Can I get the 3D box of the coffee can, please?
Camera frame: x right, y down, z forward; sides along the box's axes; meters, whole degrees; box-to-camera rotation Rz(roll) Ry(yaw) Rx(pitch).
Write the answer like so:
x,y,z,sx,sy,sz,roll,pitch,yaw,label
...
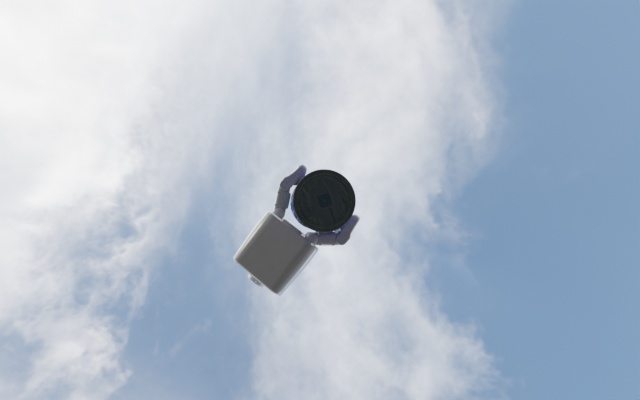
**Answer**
x,y,z,sx,sy,sz,roll,pitch,yaw,label
0.000,0.003,0.838,0.103,0.103,0.140,0,-2,-5,coffee can
